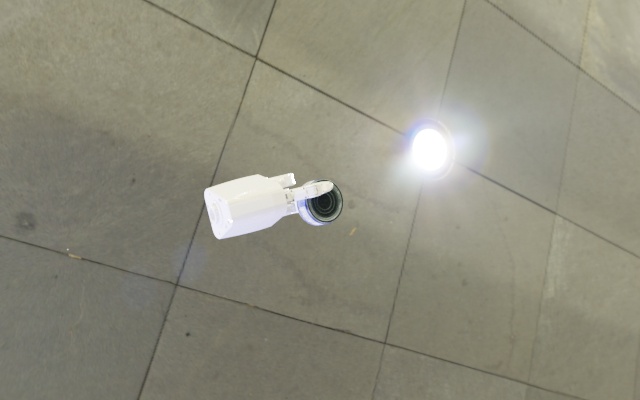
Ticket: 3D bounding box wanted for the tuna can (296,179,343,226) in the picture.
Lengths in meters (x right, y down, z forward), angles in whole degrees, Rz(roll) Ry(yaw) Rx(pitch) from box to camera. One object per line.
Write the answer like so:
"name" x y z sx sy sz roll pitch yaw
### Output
"tuna can" 0.001 0.003 0.887 0.086 0.086 0.034 0 -6 -33
